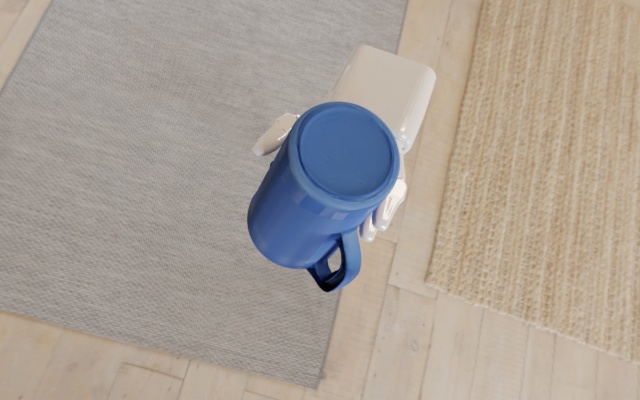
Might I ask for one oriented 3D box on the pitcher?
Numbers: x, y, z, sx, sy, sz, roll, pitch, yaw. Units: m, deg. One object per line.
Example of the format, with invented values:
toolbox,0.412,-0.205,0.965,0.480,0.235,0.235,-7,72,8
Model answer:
pitcher,0.000,0.002,0.532,0.149,0.145,0.243,26,-22,-5
